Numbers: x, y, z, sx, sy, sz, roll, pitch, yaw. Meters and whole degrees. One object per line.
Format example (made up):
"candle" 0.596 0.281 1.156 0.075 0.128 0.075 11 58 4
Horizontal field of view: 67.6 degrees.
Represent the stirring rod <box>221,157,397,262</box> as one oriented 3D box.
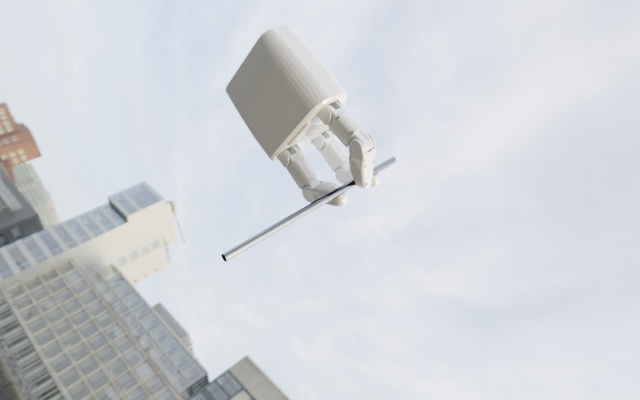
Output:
"stirring rod" 0.000 0.002 0.493 0.239 0.011 0.011 -30 18 -34
